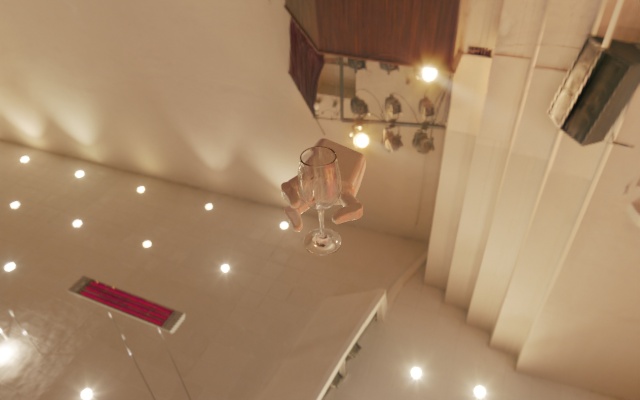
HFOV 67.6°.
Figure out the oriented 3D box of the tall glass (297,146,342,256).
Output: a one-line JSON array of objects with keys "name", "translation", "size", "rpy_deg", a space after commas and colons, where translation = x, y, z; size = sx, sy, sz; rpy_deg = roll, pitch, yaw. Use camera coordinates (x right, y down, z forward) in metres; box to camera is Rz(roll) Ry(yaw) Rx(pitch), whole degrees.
[{"name": "tall glass", "translation": [0.000, 0.003, 0.860], "size": [0.079, 0.201, 0.079], "rpy_deg": [-2, 40, 1]}]
